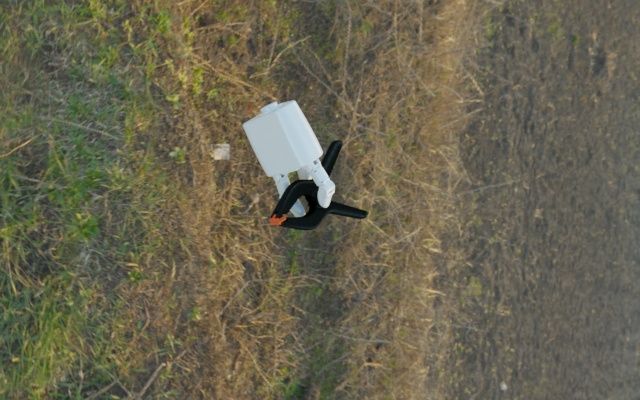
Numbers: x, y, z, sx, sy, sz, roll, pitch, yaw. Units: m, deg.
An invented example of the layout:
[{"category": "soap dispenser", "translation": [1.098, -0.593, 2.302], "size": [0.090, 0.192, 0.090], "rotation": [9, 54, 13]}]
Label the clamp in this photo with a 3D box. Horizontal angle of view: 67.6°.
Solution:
[{"category": "clamp", "translation": [0.000, 0.003, 0.895], "size": [0.210, 0.164, 0.036], "rotation": [-37, 17, -31]}]
